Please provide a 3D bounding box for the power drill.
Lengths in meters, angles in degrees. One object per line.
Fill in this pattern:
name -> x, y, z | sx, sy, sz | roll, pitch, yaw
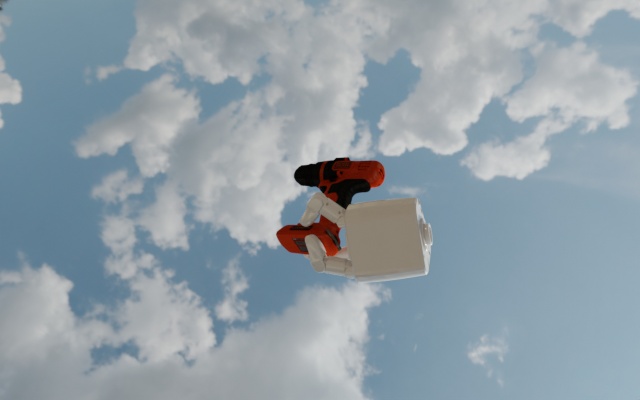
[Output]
power drill -> 0.000, 0.003, 0.810 | 0.184, 0.187, 0.057 | -1, -42, 38
